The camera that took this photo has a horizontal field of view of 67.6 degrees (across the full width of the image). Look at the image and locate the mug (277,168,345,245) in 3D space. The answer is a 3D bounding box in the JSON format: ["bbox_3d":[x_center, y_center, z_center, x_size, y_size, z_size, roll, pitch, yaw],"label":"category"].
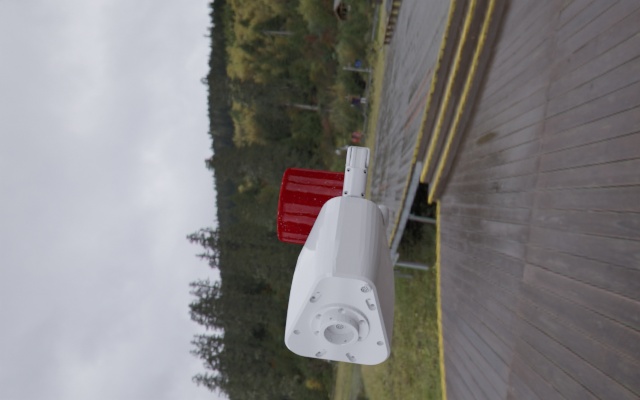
[{"bbox_3d":[0.000,0.001,0.527,0.081,0.093,0.117,6,34,2],"label":"mug"}]
